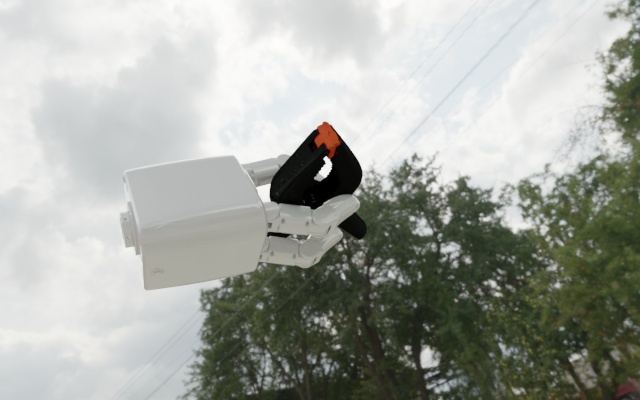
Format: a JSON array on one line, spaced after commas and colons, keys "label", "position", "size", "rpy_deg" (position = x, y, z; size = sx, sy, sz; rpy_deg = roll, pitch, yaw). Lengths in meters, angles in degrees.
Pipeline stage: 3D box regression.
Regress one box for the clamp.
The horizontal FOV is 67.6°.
[{"label": "clamp", "position": [0.000, 0.001, 0.493], "size": [0.164, 0.036, 0.210], "rpy_deg": [-11, -32, -26]}]
